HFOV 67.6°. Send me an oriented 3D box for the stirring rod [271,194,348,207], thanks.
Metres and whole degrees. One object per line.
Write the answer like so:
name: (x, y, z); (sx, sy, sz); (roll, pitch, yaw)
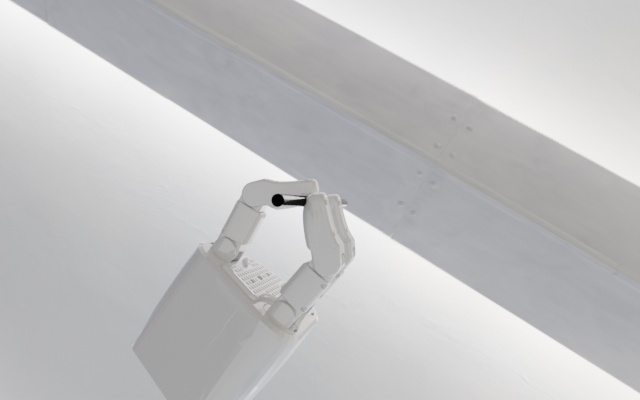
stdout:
stirring rod: (0.000, 0.001, 0.402); (0.011, 0.011, 0.239); (0, -1, 12)
